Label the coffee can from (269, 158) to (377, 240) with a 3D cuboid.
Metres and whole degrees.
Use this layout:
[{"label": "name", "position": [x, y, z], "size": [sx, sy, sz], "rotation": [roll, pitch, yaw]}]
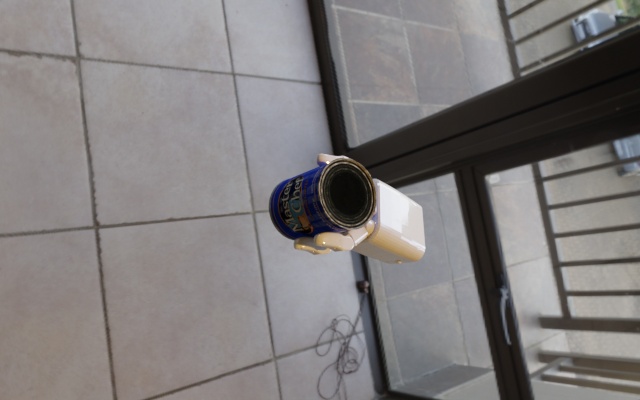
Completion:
[{"label": "coffee can", "position": [0.000, 0.002, 0.716], "size": [0.103, 0.103, 0.140], "rotation": [0, -10, -35]}]
